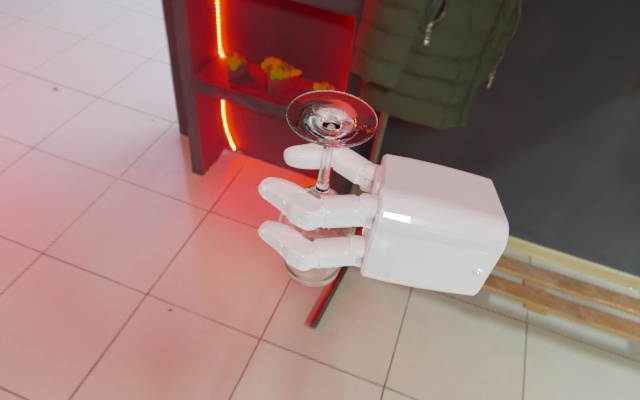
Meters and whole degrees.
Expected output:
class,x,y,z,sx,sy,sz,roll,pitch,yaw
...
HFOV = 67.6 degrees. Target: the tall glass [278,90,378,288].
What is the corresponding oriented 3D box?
class,x,y,z,sx,sy,sz,roll,pitch,yaw
tall glass,0.000,0.001,0.453,0.079,0.079,0.201,0,-44,-8
